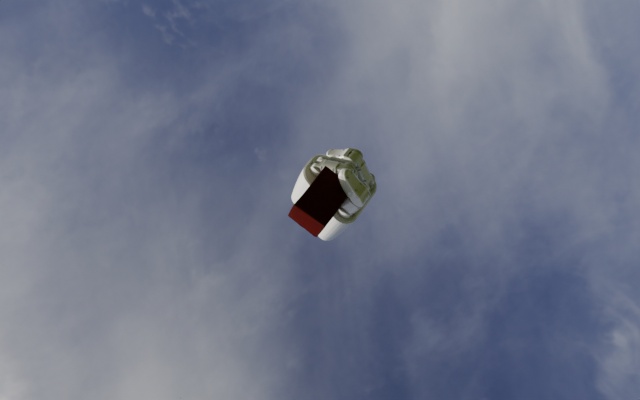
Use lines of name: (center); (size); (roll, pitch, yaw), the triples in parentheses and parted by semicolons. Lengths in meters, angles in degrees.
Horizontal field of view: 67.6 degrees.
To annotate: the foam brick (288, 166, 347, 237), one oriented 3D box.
foam brick: (0.000, 0.002, 0.669); (0.053, 0.078, 0.051); (38, -27, 1)
